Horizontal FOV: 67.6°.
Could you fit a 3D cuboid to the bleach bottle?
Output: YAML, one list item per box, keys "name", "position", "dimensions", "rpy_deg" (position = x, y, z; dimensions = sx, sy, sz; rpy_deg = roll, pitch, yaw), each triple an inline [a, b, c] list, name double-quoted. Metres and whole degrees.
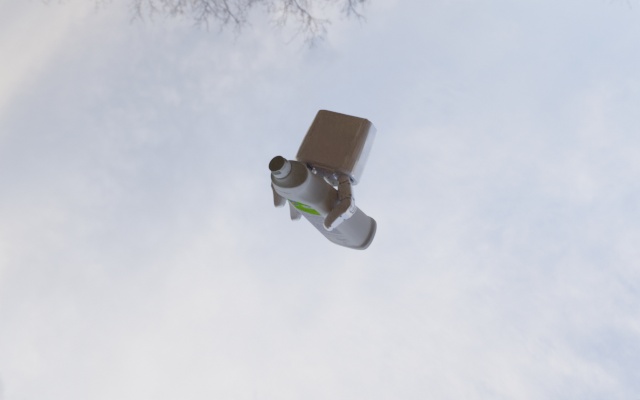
- name: "bleach bottle"
  position: [0.000, 0.003, 0.798]
  dimensions: [0.102, 0.068, 0.251]
  rpy_deg: [10, -21, 35]
